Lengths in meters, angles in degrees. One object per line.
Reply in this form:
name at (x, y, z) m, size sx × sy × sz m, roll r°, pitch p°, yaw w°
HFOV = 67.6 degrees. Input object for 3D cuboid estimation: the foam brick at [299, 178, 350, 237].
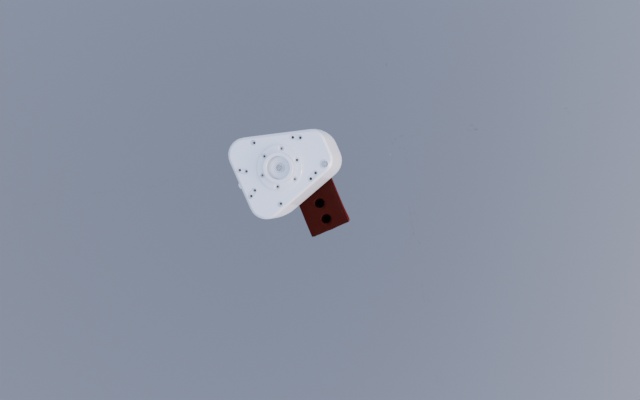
foam brick at (0.000, 0.002, 0.632) m, size 0.053 × 0.078 × 0.051 m, roll -23°, pitch 2°, yaw 5°
